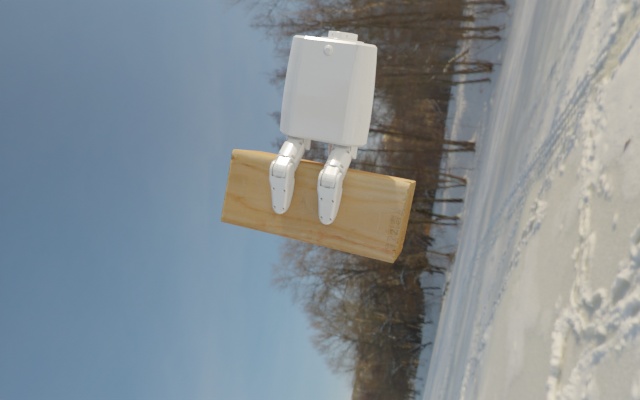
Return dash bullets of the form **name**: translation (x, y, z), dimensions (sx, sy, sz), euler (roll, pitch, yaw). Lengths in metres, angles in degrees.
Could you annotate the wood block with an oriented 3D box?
- **wood block**: translation (0.000, 0.001, 0.570), dimensions (0.206, 0.090, 0.091), euler (12, 7, 15)
